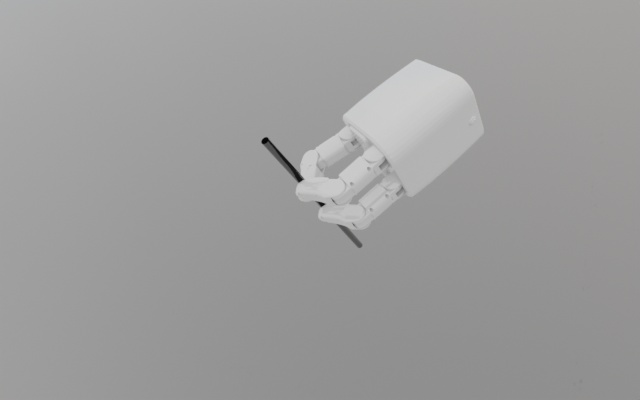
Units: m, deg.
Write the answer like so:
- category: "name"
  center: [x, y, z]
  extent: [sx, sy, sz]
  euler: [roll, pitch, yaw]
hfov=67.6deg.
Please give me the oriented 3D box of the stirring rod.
- category: "stirring rod"
  center: [0.000, 0.002, 0.534]
  extent: [0.011, 0.011, 0.240]
  euler: [0, -28, 29]
